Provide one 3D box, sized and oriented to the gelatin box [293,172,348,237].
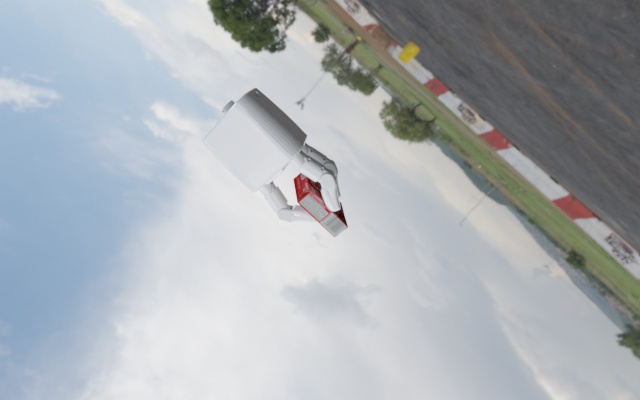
[{"bbox_3d":[0.000,0.003,0.717,0.030,0.089,0.073,-39,26,14],"label":"gelatin box"}]
